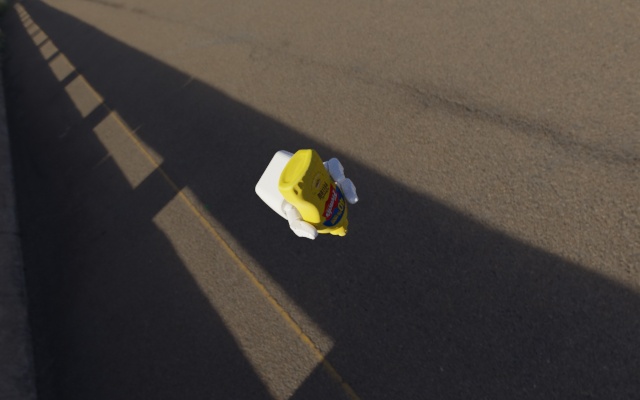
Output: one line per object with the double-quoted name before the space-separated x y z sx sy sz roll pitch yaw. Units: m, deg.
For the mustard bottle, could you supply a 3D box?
"mustard bottle" 0.000 0.003 0.871 0.058 0.096 0.192 2 -37 37
